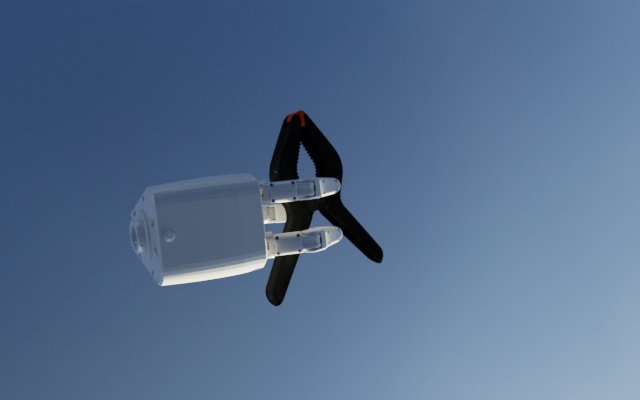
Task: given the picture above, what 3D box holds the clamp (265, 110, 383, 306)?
[{"bbox_3d":[-0.001,0.001,0.556,0.164,0.210,0.036,-8,3,-35],"label":"clamp"}]
